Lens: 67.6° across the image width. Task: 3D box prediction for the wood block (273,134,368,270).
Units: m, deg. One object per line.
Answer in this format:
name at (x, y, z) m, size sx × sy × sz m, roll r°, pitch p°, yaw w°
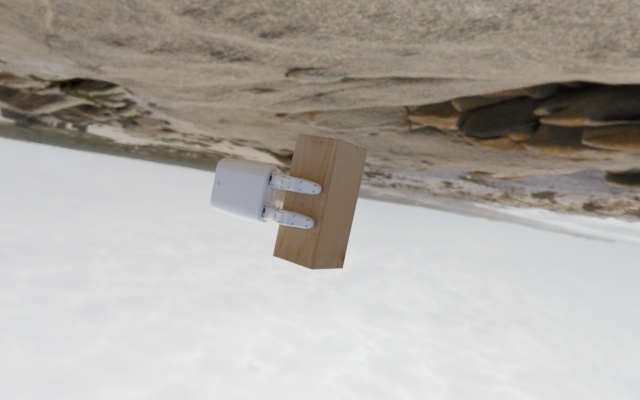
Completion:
wood block at (0.000, 0.003, 0.795) m, size 0.090 × 0.206 × 0.091 m, roll 13°, pitch 3°, yaw 36°
